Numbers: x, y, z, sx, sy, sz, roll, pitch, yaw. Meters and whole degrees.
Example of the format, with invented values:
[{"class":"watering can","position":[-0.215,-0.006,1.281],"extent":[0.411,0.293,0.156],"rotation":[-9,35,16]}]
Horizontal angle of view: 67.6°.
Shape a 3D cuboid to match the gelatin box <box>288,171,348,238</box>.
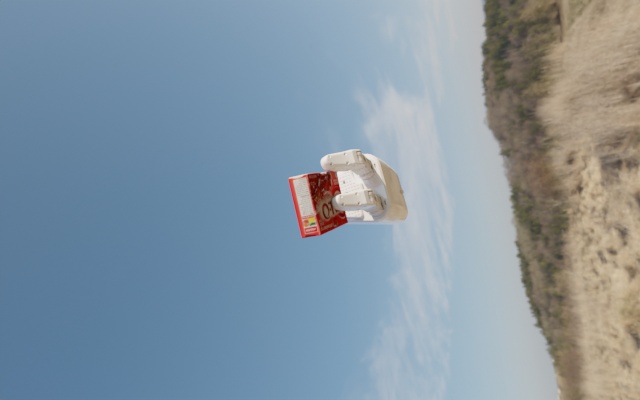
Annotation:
[{"class":"gelatin box","position":[0.000,0.002,0.590],"extent":[0.030,0.073,0.089],"rotation":[-12,2,26]}]
